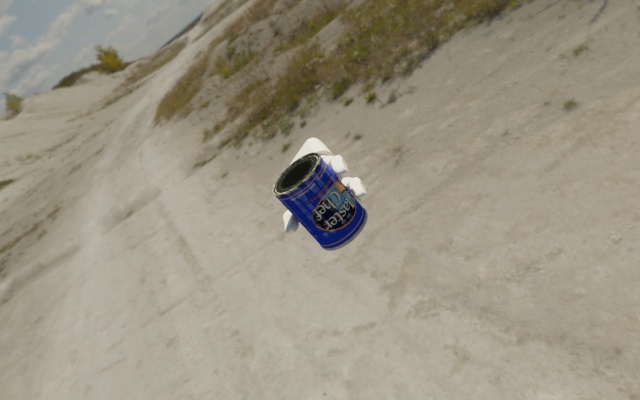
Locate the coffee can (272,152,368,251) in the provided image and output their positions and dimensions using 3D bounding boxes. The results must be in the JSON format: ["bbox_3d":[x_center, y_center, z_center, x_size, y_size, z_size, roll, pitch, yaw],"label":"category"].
[{"bbox_3d":[0.000,0.003,0.818,0.140,0.102,0.103,49,-26,-25],"label":"coffee can"}]
